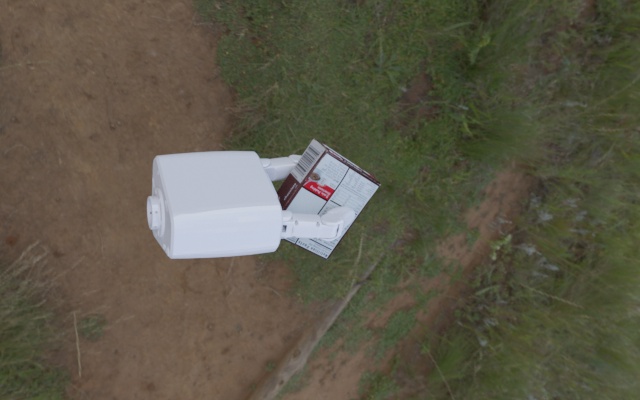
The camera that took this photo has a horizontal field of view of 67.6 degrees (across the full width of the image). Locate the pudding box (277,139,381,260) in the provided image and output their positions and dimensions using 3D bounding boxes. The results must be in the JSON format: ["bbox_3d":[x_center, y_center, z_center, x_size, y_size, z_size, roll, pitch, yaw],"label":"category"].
[{"bbox_3d":[0.000,0.002,0.537,0.090,0.113,0.039,29,12,-35],"label":"pudding box"}]
